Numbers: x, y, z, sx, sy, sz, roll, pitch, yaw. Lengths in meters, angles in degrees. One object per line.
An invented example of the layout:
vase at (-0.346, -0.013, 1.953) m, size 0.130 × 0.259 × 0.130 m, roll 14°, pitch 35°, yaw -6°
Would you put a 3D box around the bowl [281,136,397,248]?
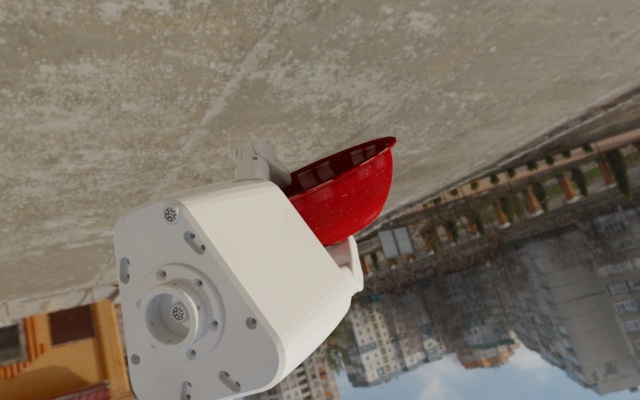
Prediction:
bowl at (0.001, 0.001, 0.416) m, size 0.162 × 0.055 × 0.162 m, roll -24°, pitch 10°, yaw 5°
